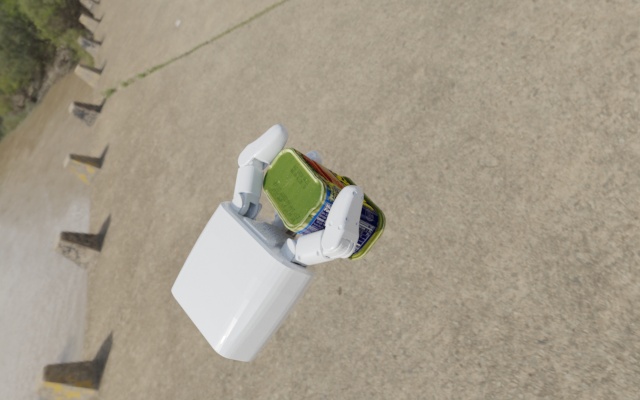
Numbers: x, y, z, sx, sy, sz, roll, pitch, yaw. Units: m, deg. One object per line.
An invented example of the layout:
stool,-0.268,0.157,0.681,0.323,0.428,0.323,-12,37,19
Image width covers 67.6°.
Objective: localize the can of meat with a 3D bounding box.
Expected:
can of meat,0.000,0.001,0.457,0.084,0.057,0.102,27,15,-39
